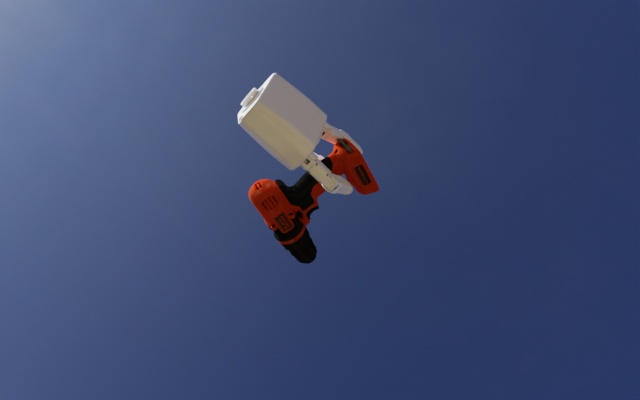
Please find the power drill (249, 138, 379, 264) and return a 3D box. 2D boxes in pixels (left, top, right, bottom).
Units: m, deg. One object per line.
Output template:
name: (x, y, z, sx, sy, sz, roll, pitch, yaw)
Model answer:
power drill: (0.000, 0.002, 0.777, 0.187, 0.184, 0.057, -35, 39, -4)
